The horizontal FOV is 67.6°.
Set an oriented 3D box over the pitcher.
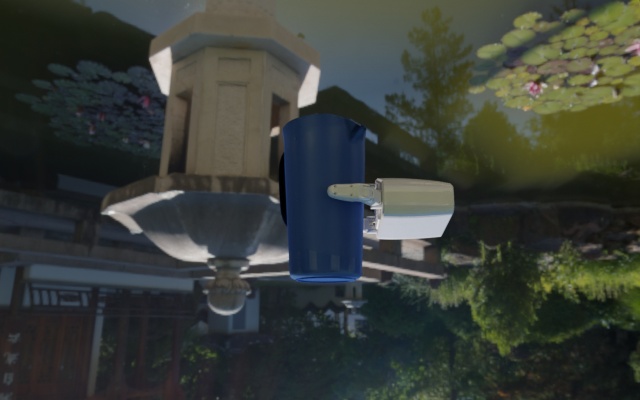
[{"bbox_3d":[0.000,0.002,0.739,0.145,0.242,0.149,0,-14,1],"label":"pitcher"}]
